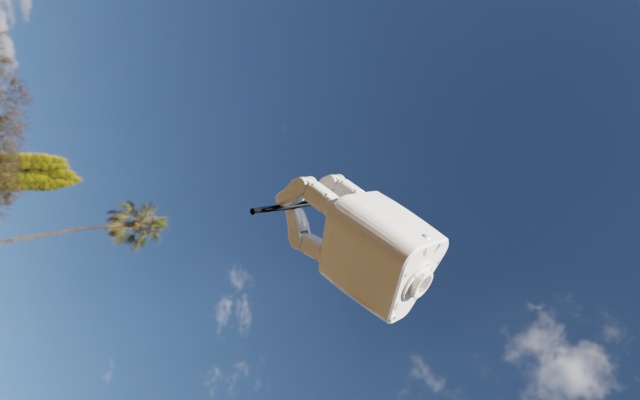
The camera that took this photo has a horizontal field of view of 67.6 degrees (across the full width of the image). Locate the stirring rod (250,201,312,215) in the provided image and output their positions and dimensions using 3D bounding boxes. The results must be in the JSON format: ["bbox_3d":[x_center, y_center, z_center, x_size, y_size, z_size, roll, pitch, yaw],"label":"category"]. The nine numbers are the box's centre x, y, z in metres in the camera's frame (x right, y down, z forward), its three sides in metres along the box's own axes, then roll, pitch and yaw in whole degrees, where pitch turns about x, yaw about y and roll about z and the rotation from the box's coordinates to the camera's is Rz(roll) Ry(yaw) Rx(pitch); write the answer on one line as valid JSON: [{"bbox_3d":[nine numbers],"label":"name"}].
[{"bbox_3d":[0.000,0.002,0.636,0.011,0.011,0.239,0,5,41],"label":"stirring rod"}]
